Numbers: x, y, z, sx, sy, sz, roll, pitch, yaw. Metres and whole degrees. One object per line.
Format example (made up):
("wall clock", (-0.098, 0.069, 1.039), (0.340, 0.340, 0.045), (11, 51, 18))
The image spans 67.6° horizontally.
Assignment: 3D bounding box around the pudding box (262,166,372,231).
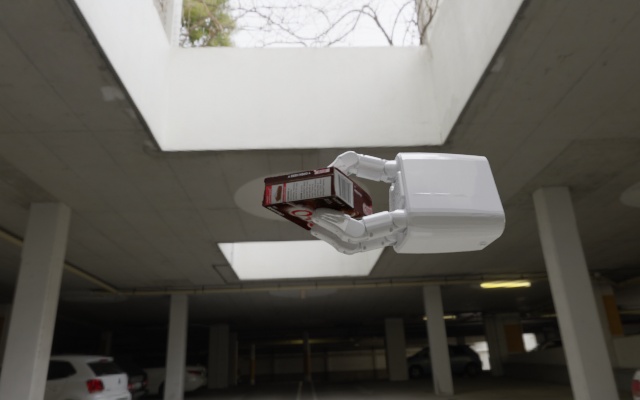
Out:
("pudding box", (0.000, 0.002, 0.551), (0.090, 0.039, 0.113), (-9, -23, 25))
